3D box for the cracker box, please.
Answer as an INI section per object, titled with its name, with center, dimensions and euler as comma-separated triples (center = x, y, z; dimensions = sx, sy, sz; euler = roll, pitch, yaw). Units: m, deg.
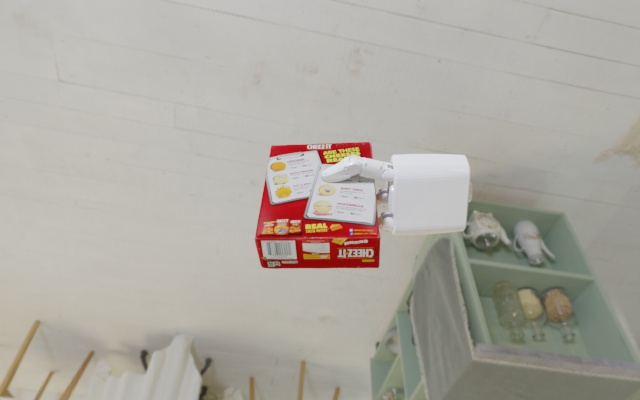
[cracker box]
center = 0.000, 0.002, 0.707
dimensions = 0.164, 0.072, 0.213
euler = -1, 41, 3
